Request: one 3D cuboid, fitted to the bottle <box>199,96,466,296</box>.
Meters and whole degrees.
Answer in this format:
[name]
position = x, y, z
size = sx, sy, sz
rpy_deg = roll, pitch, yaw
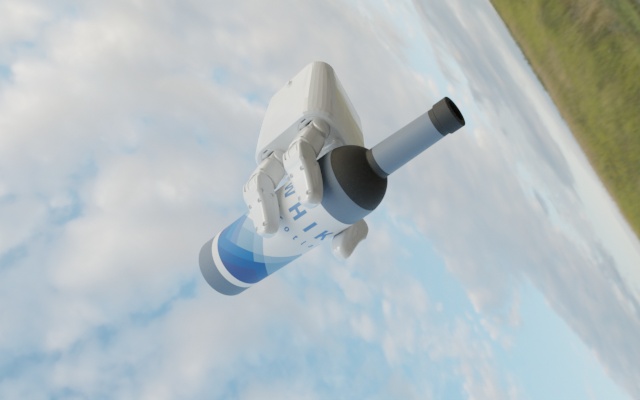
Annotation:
[bottle]
position = 0.000, 0.002, 0.445
size = 0.296, 0.069, 0.069
rpy_deg = -34, -19, 30
